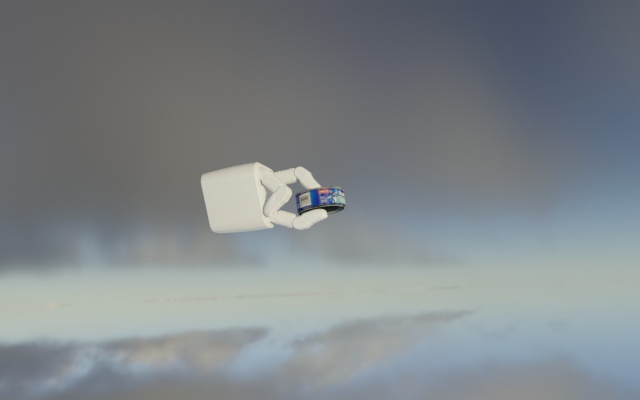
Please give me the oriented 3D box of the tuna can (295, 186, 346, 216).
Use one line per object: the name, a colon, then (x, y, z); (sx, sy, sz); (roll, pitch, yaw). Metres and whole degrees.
tuna can: (0.000, 0.003, 0.831); (0.086, 0.033, 0.086); (-8, -12, -2)
